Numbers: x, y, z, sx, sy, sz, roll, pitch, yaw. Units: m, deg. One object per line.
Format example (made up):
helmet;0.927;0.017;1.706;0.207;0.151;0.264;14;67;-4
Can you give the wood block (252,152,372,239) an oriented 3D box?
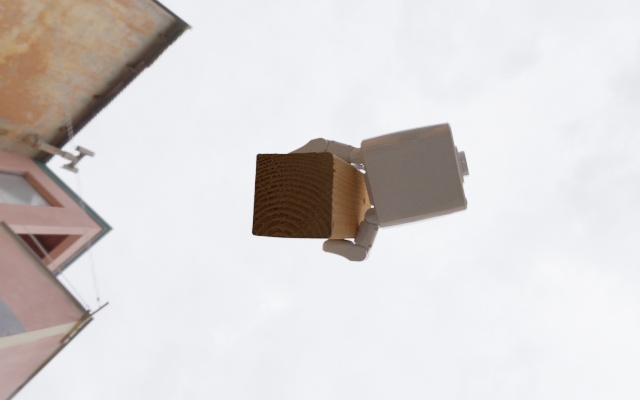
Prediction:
wood block;0.001;0.002;0.591;0.090;0.091;0.206;1;-4;17
